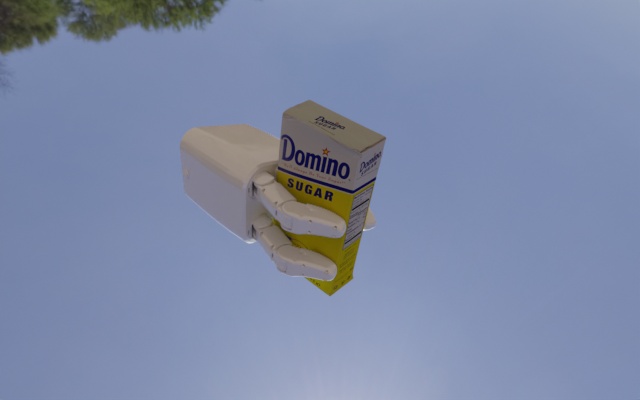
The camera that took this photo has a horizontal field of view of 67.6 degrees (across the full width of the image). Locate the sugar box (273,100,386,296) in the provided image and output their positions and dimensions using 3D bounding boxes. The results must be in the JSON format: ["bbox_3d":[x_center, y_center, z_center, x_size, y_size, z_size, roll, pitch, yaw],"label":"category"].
[{"bbox_3d":[0.000,0.002,0.470,0.093,0.176,0.048,31,44,28],"label":"sugar box"}]
